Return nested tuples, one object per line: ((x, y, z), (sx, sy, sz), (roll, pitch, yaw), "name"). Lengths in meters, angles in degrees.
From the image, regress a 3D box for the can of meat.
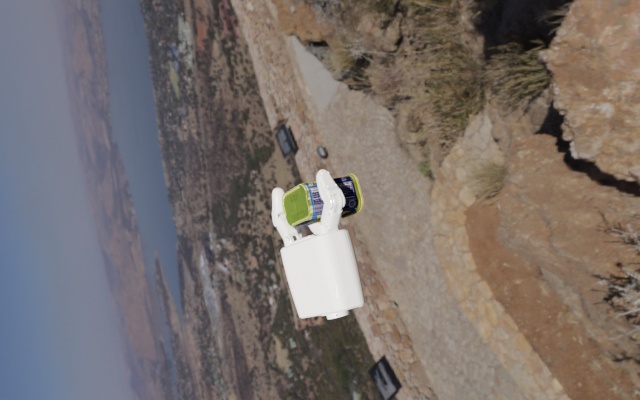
((0.000, 0.002, 0.696), (0.084, 0.057, 0.102), (-10, -8, -26), "can of meat")
